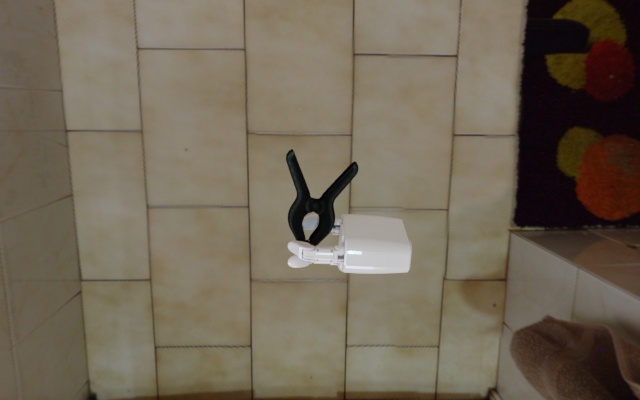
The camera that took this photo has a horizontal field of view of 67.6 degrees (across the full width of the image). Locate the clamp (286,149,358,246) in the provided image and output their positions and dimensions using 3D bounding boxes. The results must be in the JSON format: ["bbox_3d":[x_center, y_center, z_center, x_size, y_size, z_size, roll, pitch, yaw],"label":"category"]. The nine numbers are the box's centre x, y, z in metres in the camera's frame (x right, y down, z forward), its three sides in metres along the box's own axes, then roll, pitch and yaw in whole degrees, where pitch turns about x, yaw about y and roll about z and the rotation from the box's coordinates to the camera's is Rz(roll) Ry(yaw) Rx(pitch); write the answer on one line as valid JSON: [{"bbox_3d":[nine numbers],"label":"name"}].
[{"bbox_3d":[0.000,0.003,0.793,0.120,0.171,0.039,3,11,-2],"label":"clamp"}]
